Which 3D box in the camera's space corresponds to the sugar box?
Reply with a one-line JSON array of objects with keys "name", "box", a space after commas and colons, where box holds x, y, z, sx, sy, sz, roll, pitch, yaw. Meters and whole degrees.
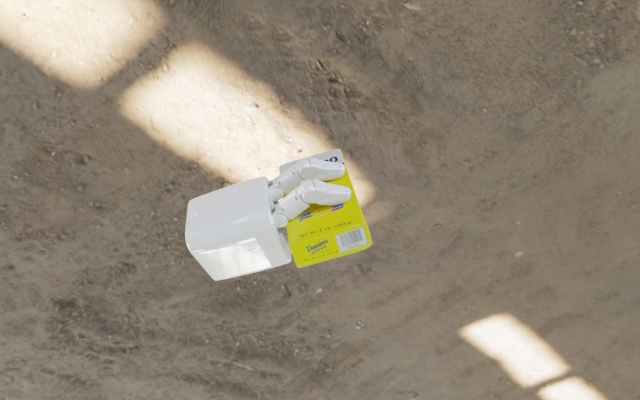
[{"name": "sugar box", "box": [0.000, 0.002, 0.613, 0.093, 0.048, 0.176, -16, 38, 0]}]
